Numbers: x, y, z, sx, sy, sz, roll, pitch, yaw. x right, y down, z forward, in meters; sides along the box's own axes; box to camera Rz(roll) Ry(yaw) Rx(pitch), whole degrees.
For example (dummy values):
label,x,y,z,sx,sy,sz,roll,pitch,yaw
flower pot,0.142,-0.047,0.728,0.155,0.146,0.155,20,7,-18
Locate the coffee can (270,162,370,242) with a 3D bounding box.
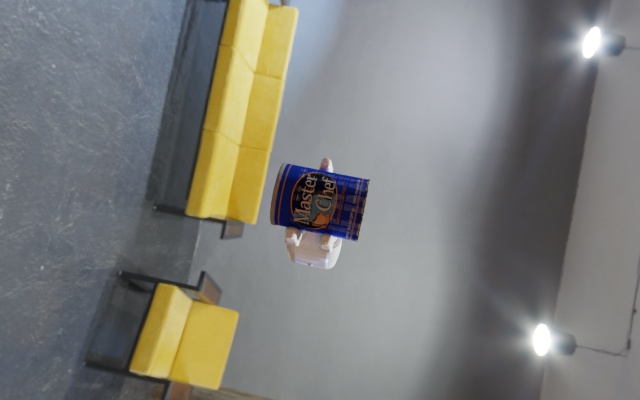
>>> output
label,x,y,z,sx,sy,sz,roll,pitch,yaw
coffee can,0.000,0.002,0.762,0.140,0.103,0.103,11,1,4
